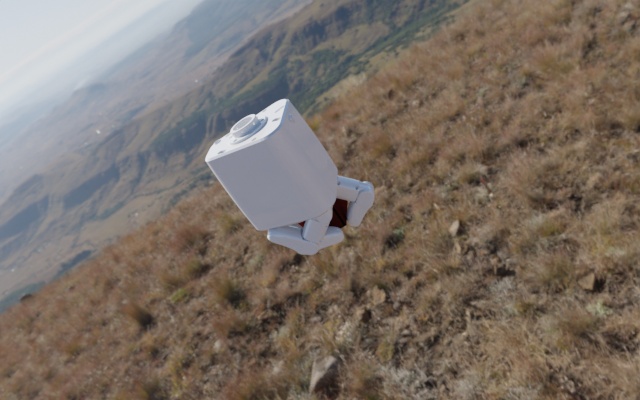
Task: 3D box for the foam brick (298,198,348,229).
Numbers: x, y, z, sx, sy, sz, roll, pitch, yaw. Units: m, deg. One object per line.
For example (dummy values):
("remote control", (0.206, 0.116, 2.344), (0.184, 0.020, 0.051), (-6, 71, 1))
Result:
("foam brick", (0.000, 0.002, 0.612), (0.053, 0.051, 0.078), (-26, 29, 19))
